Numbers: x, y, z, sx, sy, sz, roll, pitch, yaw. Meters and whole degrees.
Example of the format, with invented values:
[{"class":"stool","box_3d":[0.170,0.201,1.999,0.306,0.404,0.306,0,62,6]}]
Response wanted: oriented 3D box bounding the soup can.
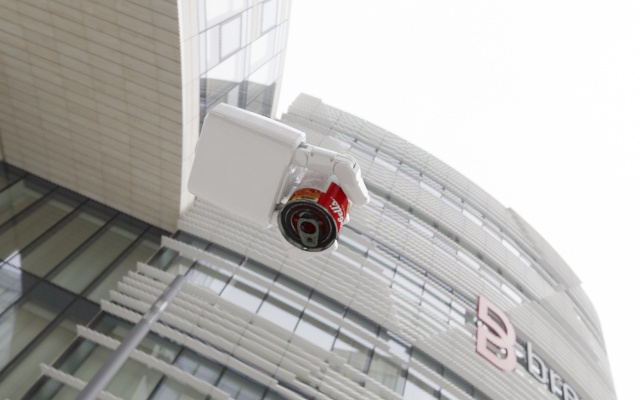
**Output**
[{"class":"soup can","box_3d":[0.001,0.002,0.548,0.068,0.068,0.102,0,32,21]}]
